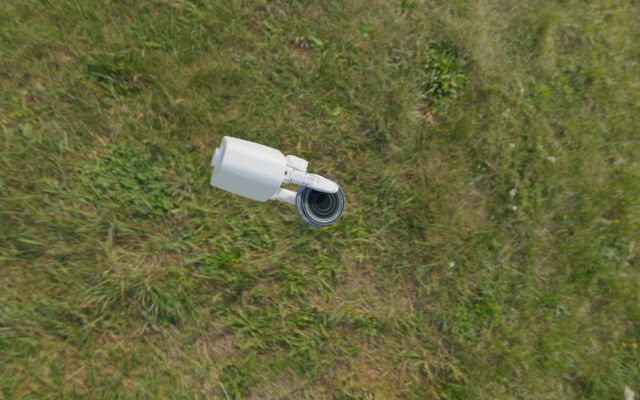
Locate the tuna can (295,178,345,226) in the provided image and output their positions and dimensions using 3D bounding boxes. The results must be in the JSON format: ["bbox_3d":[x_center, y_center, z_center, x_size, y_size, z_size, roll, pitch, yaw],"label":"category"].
[{"bbox_3d":[0.000,0.003,0.854,0.086,0.086,0.034,0,-3,-23],"label":"tuna can"}]
